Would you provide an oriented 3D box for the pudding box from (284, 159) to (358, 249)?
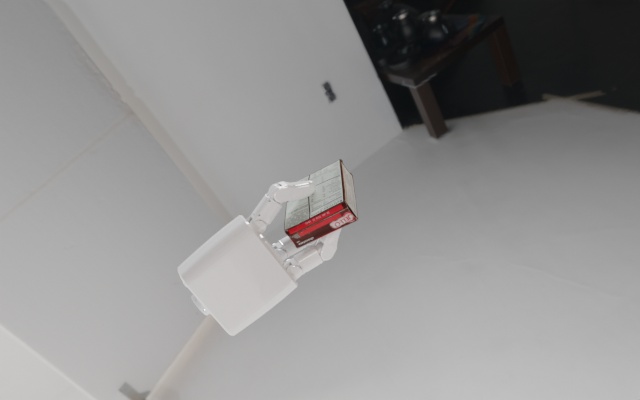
[{"bbox_3d":[0.000,0.002,0.633,0.090,0.039,0.113,-26,32,16],"label":"pudding box"}]
